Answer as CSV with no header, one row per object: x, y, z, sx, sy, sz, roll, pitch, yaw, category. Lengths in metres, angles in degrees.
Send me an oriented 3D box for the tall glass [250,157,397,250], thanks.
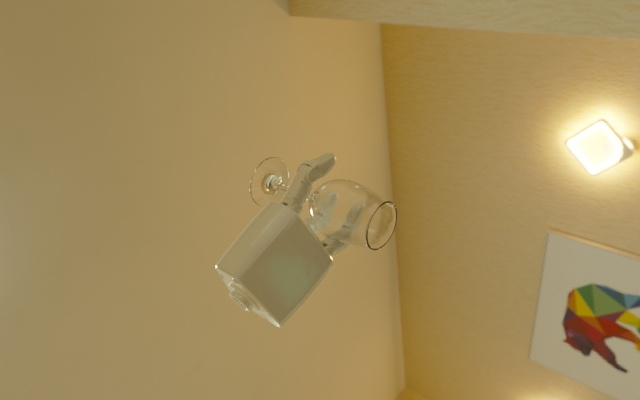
0.000,0.002,0.626,0.201,0.079,0.079,21,13,38,tall glass
